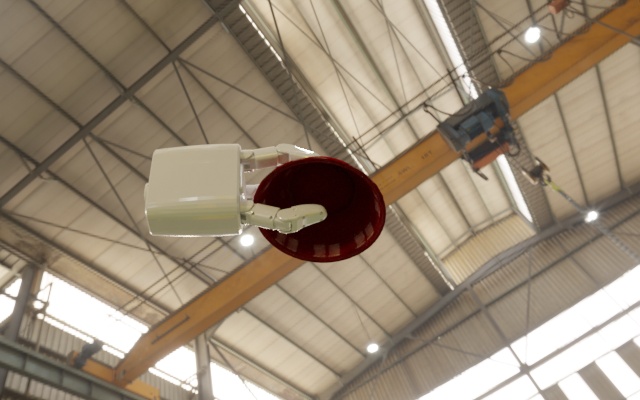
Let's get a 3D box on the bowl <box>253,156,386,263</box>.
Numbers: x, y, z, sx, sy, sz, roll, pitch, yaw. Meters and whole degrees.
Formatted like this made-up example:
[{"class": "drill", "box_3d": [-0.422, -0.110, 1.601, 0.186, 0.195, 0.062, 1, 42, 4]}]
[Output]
[{"class": "bowl", "box_3d": [0.001, 0.002, 0.597, 0.162, 0.162, 0.055, 0, 37, 6]}]
